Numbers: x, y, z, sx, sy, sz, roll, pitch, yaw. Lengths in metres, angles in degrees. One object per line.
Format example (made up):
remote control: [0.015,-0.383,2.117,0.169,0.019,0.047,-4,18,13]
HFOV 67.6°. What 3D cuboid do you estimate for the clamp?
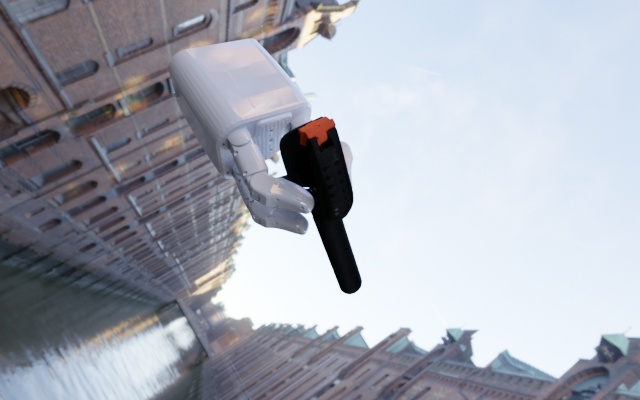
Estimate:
clamp: [0.001,0.001,0.462,0.036,0.164,0.210,-31,-18,-18]
